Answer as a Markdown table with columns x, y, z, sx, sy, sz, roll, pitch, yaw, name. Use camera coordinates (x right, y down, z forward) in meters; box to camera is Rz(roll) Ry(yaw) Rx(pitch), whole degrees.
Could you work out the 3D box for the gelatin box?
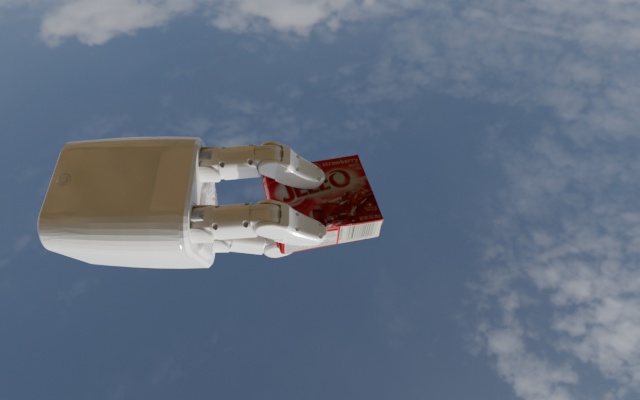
| x | y | z | sx | sy | sz | roll | pitch | yaw | name |
| --- | --- | --- | --- | --- | --- | --- | --- | --- | --- |
| 0.000 | 0.002 | 0.409 | 0.089 | 0.073 | 0.030 | -9 | -35 | -12 | gelatin box |
